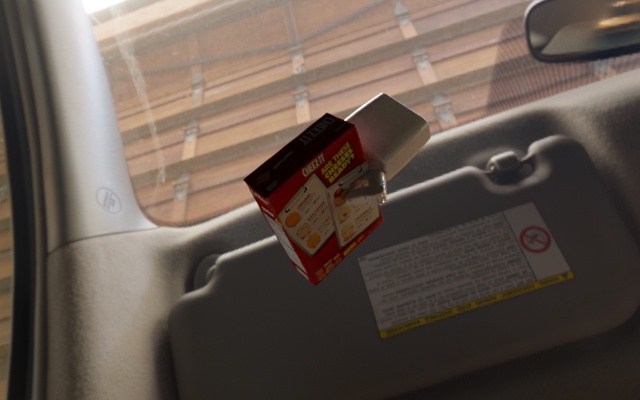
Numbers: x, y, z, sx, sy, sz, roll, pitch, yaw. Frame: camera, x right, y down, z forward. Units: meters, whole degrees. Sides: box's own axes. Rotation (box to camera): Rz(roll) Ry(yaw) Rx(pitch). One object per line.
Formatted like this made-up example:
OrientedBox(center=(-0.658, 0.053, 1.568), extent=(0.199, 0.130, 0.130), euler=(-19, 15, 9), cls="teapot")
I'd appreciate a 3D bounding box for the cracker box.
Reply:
OrientedBox(center=(0.000, 0.003, 0.721), extent=(0.164, 0.214, 0.072), euler=(-41, 47, -17), cls="cracker box")
